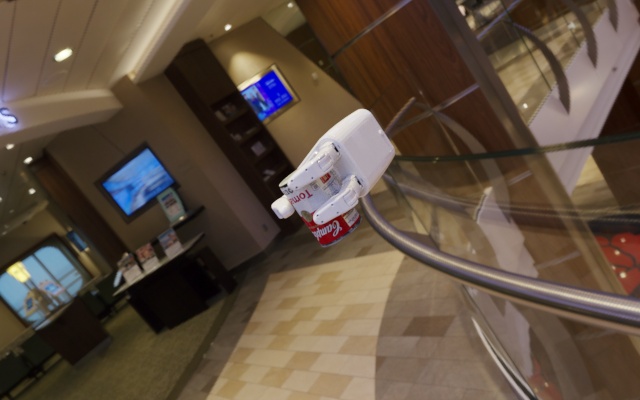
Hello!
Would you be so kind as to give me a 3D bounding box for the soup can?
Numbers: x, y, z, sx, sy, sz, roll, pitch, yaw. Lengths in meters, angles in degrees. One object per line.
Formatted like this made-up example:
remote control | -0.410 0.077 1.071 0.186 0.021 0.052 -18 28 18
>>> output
soup can | 0.000 0.002 0.644 0.068 0.102 0.068 -34 11 8
